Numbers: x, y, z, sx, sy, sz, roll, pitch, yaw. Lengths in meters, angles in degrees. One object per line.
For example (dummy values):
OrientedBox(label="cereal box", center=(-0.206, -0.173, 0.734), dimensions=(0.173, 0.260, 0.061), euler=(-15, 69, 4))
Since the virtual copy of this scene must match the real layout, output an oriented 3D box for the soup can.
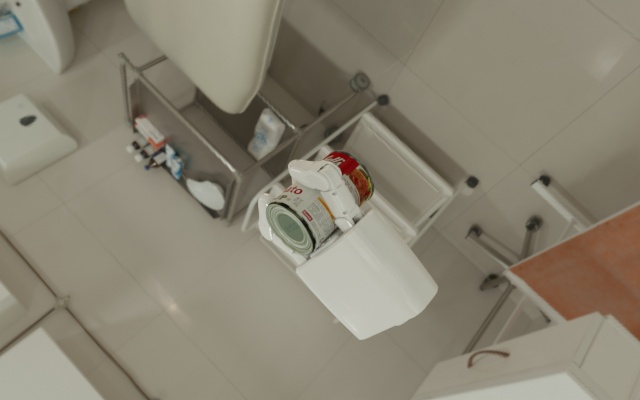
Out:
OrientedBox(label="soup can", center=(0.000, 0.001, 0.507), dimensions=(0.102, 0.068, 0.068), euler=(-41, 25, -31))
